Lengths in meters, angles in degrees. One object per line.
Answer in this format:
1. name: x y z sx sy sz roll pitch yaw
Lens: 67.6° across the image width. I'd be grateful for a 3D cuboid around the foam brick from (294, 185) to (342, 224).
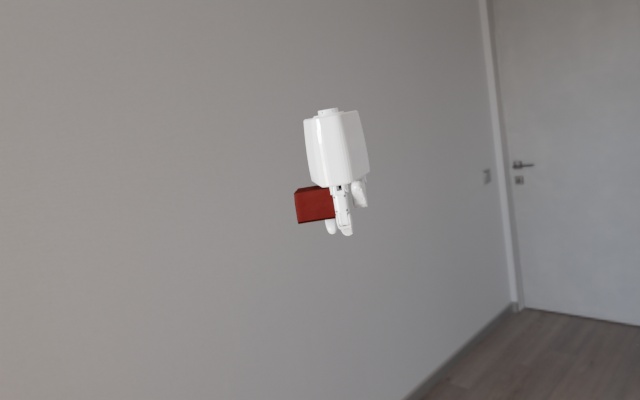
1. foam brick: 0.000 0.003 0.779 0.078 0.051 0.053 -9 11 8
